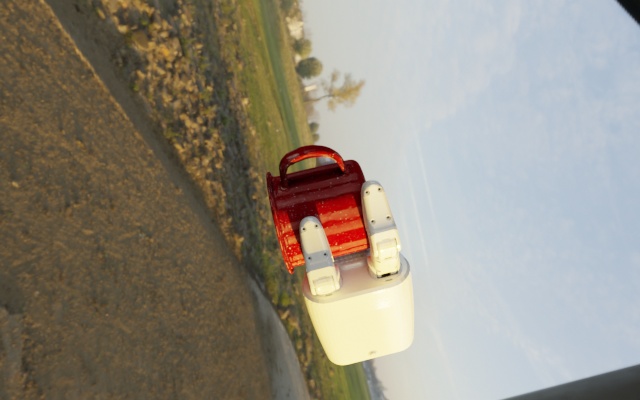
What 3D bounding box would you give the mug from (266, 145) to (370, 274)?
[{"bbox_3d":[0.000,0.000,0.419,0.081,0.117,0.093,-13,37,-1],"label":"mug"}]
